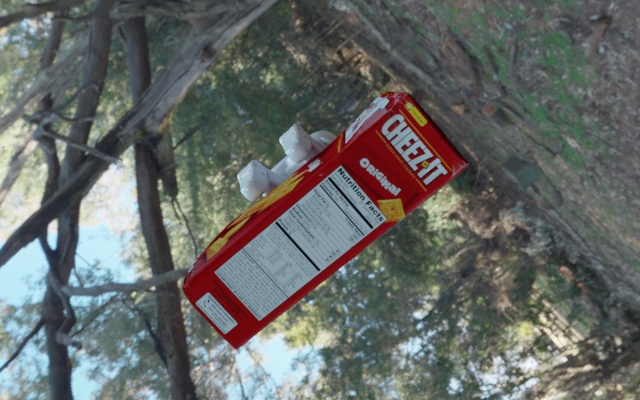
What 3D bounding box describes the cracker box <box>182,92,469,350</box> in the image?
[{"bbox_3d":[0.000,0.002,0.400,0.214,0.072,0.164,-40,8,11],"label":"cracker box"}]
